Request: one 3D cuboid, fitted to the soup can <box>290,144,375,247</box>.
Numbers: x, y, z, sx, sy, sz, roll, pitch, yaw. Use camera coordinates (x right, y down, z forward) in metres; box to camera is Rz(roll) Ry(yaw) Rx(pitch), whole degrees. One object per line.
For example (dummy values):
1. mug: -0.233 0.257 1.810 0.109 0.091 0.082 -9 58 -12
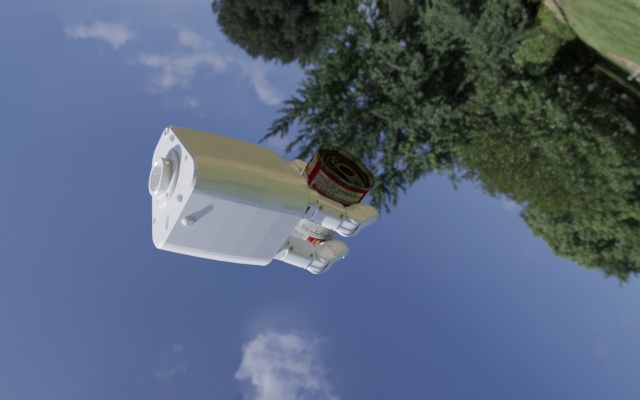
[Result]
1. soup can: 0.000 0.002 0.499 0.068 0.102 0.068 27 29 -16
